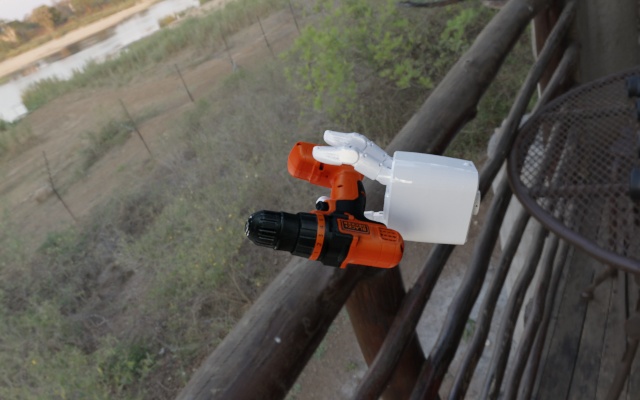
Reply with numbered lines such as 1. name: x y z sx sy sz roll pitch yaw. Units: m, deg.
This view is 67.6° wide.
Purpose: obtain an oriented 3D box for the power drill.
1. power drill: 0.000 0.002 0.592 0.184 0.057 0.187 12 37 -16
